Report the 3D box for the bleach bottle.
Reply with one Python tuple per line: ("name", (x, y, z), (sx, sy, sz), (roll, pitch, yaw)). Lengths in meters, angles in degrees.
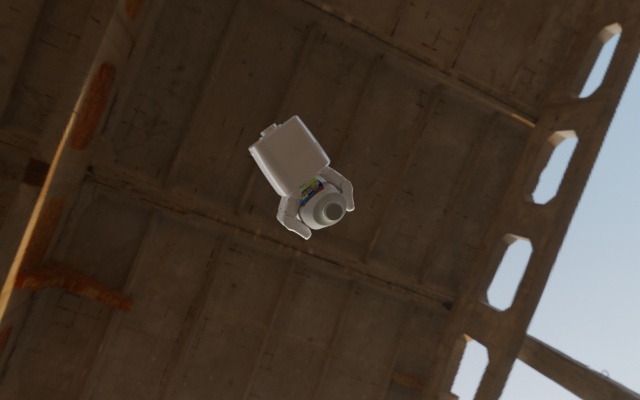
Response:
("bleach bottle", (0.000, 0.003, 0.881), (0.102, 0.068, 0.251), (-36, 12, -8))
